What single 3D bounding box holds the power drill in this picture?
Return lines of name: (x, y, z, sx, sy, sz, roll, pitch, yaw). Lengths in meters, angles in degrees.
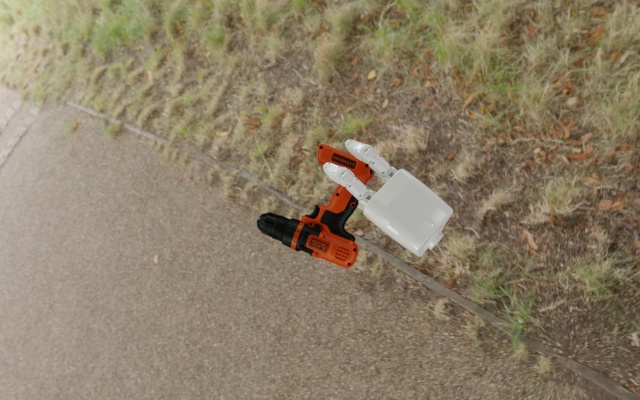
power drill: (0.001, 0.002, 0.821, 0.184, 0.187, 0.057, 21, 2, 6)
